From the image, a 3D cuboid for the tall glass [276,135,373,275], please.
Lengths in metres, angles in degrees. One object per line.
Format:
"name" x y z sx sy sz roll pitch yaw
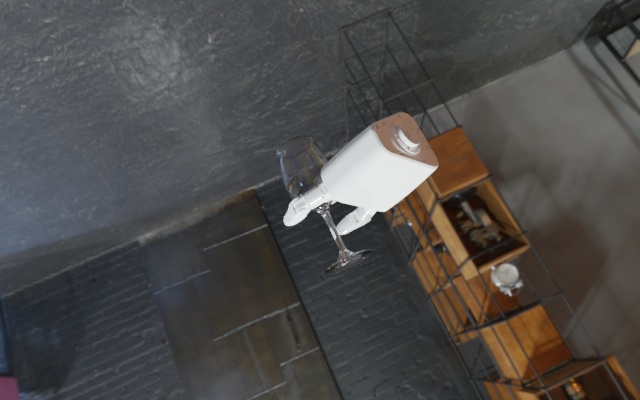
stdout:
"tall glass" 0.000 0.003 0.702 0.079 0.201 0.079 -23 -19 -8
